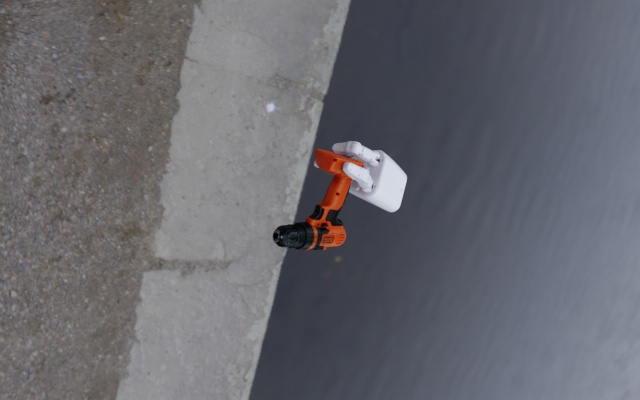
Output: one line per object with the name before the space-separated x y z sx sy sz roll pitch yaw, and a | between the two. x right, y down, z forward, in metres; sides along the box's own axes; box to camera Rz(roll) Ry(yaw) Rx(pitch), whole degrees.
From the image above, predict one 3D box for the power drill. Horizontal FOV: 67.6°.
power drill | 0.000 0.003 0.885 0.057 0.188 0.184 27 15 35
